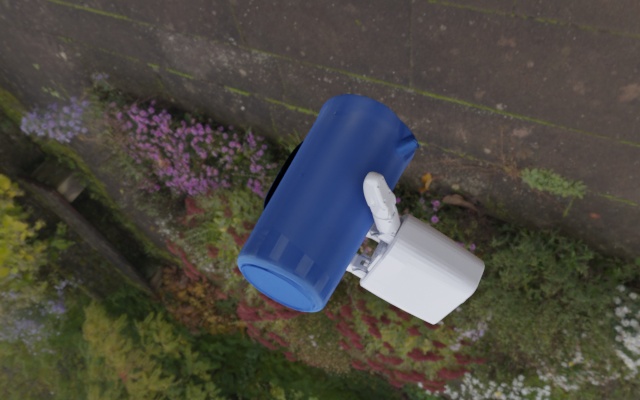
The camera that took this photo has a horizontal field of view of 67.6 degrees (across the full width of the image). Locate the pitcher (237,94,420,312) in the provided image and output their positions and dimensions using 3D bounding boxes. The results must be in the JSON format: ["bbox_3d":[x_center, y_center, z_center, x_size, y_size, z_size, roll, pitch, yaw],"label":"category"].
[{"bbox_3d":[0.000,0.002,0.570,0.145,0.242,0.149,30,-27,2],"label":"pitcher"}]
